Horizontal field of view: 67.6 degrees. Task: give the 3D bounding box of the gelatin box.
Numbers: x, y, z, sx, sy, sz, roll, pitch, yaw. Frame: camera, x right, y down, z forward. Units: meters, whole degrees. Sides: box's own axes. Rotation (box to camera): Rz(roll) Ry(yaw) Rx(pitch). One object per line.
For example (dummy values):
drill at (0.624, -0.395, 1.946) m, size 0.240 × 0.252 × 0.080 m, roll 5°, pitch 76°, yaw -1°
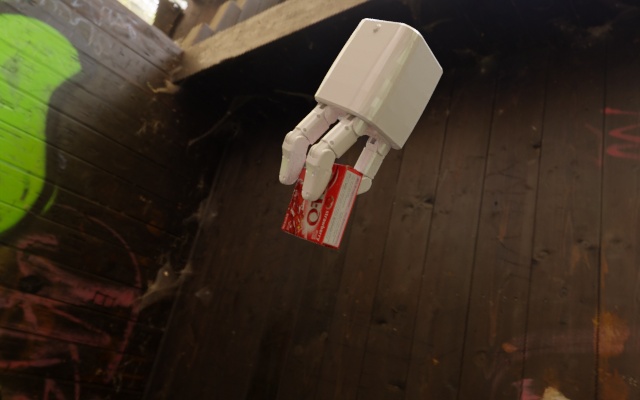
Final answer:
gelatin box at (0.000, 0.002, 0.528) m, size 0.030 × 0.089 × 0.073 m, roll 21°, pitch -4°, yaw -41°
